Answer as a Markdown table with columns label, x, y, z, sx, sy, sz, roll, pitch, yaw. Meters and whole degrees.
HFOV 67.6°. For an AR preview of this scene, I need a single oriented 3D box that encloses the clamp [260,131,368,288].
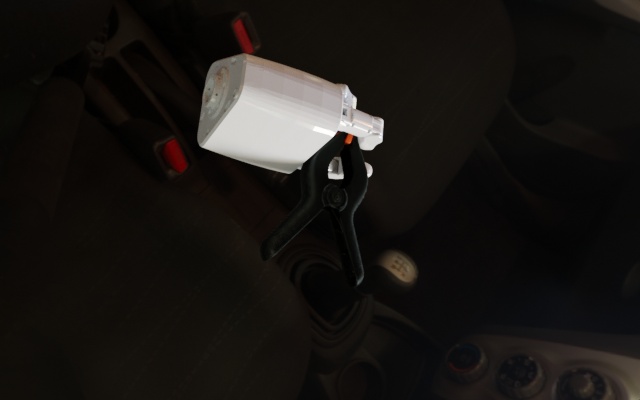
| label | x | y | z | sx | sy | sz | roll | pitch | yaw |
| --- | --- | --- | --- | --- | --- | --- | --- | --- | --- |
| clamp | 0.001 | 0.001 | 0.509 | 0.120 | 0.171 | 0.039 | 13 | -14 | -32 |
